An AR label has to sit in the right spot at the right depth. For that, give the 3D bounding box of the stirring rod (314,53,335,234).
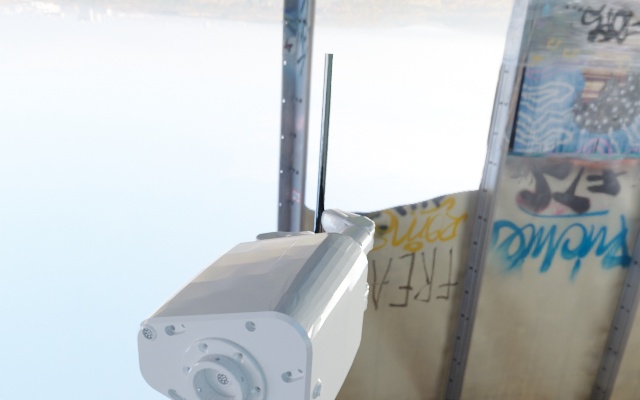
[{"bbox_3d":[0.000,0.001,0.403,0.011,0.240,0.011,3,18,-1],"label":"stirring rod"}]
